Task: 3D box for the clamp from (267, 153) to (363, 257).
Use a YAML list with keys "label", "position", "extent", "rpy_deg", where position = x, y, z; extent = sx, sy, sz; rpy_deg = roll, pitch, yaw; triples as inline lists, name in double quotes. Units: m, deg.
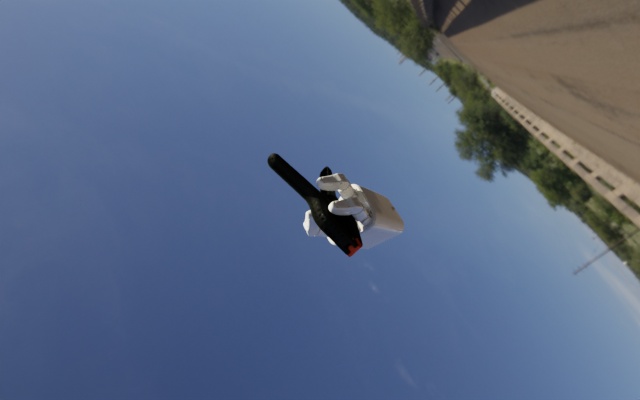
- label: "clamp"
  position: [0.000, 0.004, 0.812]
  extent: [0.164, 0.210, 0.036]
  rpy_deg: [14, -52, -47]
